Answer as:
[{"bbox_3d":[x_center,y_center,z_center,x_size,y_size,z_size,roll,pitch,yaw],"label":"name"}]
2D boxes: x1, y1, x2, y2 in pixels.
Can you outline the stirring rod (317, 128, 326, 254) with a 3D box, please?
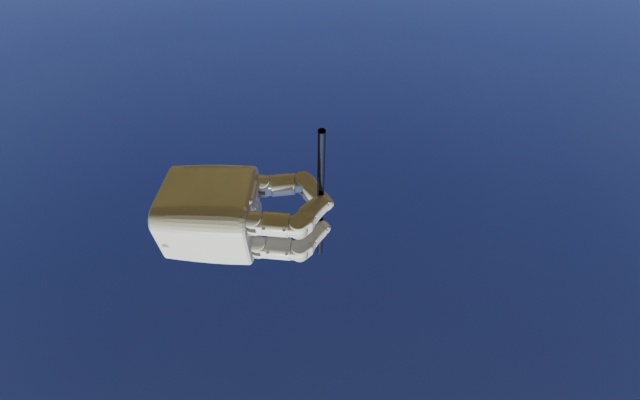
[{"bbox_3d":[0.000,0.002,0.553,0.011,0.011,0.240,0,-34,-1],"label":"stirring rod"}]
